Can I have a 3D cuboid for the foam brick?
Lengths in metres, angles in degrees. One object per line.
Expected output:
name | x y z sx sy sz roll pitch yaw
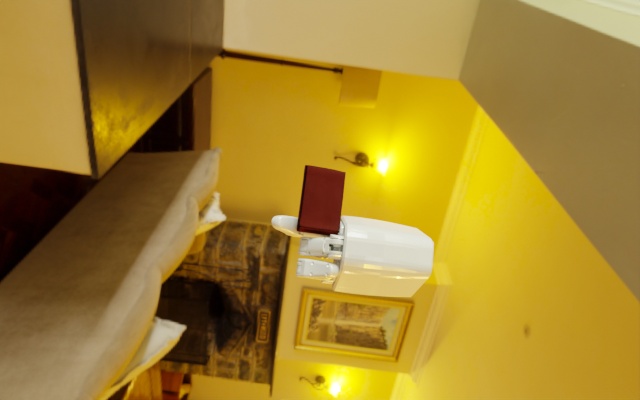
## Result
foam brick | 0.000 0.002 0.600 0.051 0.078 0.053 7 -11 -2
